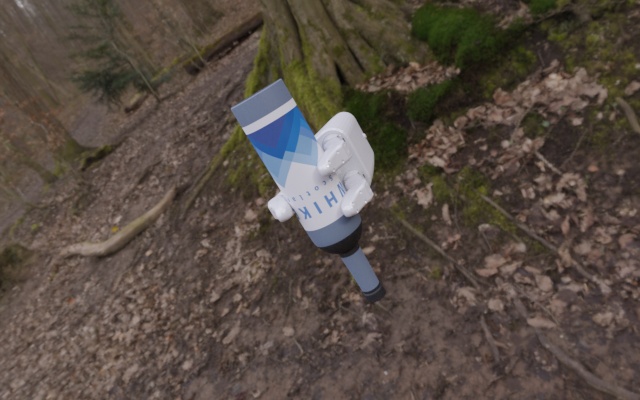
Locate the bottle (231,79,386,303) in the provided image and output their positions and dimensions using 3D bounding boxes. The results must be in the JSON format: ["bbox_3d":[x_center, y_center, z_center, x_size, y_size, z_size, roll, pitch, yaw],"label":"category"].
[{"bbox_3d":[0.000,0.002,0.574,0.069,0.296,0.069,-28,16,9],"label":"bottle"}]
